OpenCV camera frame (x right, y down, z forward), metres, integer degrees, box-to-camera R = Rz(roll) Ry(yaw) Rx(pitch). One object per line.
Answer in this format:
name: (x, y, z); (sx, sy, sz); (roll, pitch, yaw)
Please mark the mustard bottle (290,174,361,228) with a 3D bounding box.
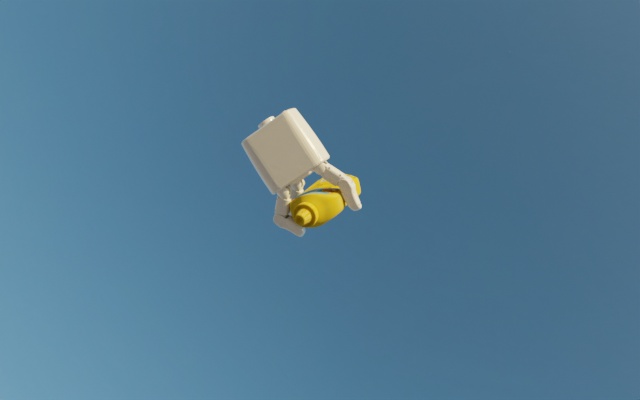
mustard bottle: (0.000, 0.003, 0.836); (0.096, 0.058, 0.191); (-6, 14, 23)
